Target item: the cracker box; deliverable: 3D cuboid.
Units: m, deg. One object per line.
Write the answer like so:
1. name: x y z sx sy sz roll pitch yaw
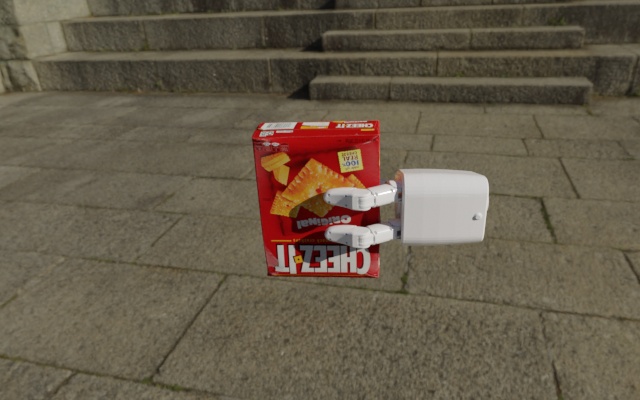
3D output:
1. cracker box: 0.000 0.002 0.657 0.164 0.214 0.072 0 25 6
